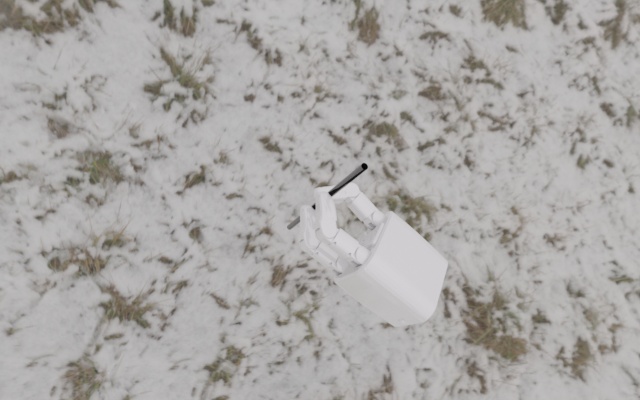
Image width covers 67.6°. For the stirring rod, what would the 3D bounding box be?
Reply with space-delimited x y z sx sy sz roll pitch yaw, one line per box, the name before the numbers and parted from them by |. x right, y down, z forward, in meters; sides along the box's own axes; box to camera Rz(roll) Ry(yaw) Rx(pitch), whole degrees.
stirring rod | 0.000 0.002 0.605 0.011 0.011 0.239 0 -18 -24
